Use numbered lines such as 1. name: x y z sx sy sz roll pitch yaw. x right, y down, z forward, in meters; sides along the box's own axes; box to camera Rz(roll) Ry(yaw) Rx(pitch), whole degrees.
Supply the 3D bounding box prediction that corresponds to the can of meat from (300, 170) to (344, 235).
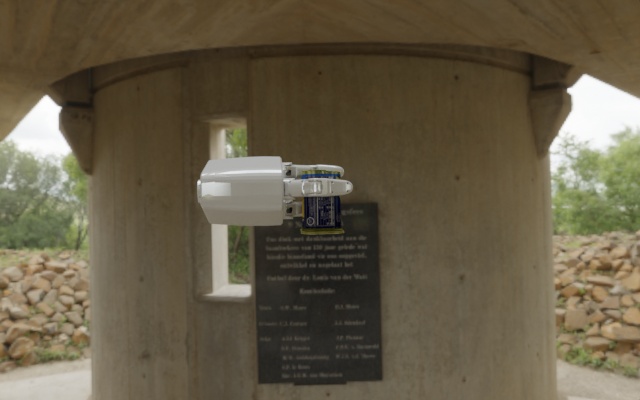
1. can of meat: 0.000 0.002 0.661 0.057 0.084 0.102 -1 0 -3
